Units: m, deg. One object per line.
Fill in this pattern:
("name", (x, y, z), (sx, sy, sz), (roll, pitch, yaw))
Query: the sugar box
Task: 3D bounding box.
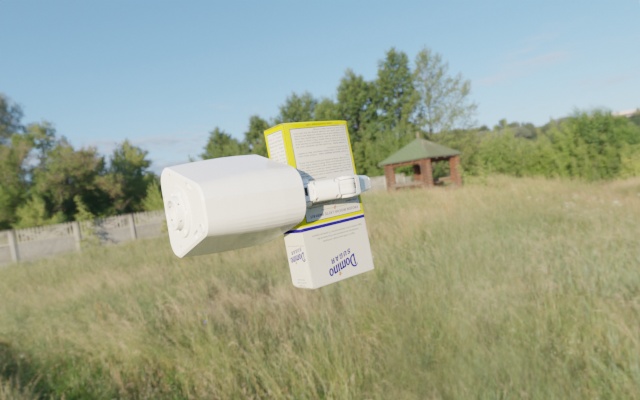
("sugar box", (0.000, 0.002, 0.534), (0.093, 0.176, 0.048), (-10, 3, -37))
